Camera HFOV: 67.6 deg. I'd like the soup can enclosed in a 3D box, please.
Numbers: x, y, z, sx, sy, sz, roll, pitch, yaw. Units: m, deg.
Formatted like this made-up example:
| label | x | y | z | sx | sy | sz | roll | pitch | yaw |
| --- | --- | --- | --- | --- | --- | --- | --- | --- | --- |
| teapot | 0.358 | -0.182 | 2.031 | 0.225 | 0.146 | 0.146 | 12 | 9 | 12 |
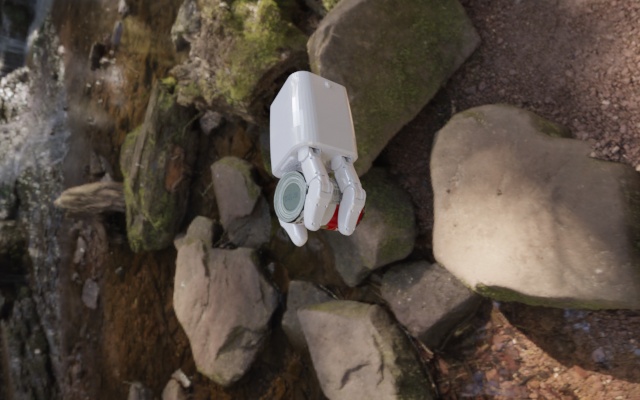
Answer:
| label | x | y | z | sx | sy | sz | roll | pitch | yaw |
| --- | --- | --- | --- | --- | --- | --- | --- | --- | --- |
| soup can | 0.000 | 0.002 | 0.616 | 0.102 | 0.068 | 0.068 | 11 | -7 | -40 |
